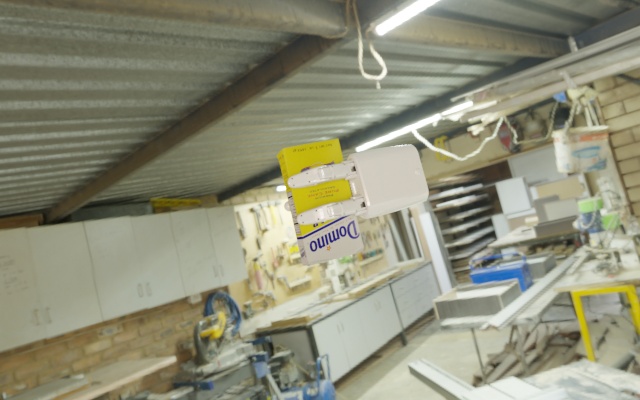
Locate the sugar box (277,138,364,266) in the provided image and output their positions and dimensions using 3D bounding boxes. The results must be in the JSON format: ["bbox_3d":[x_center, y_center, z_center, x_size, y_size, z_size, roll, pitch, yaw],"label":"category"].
[{"bbox_3d":[0.000,0.002,0.720,0.093,0.176,0.048,-13,-5,-18],"label":"sugar box"}]
